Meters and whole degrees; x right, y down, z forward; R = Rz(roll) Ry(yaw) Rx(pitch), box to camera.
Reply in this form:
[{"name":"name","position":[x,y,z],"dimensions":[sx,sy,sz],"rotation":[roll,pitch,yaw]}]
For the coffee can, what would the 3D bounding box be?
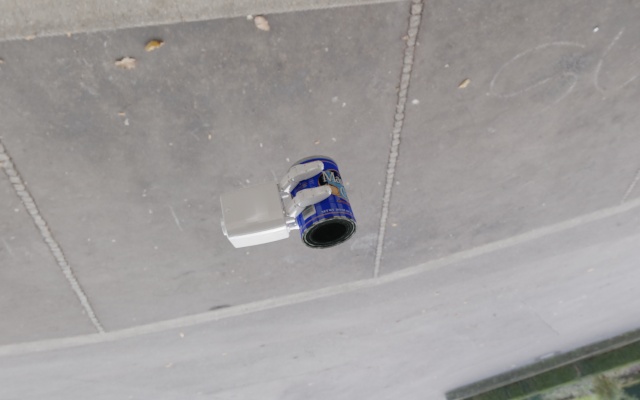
[{"name":"coffee can","position":[0.000,0.003,0.877],"dimensions":[0.103,0.140,0.103],"rotation":[-11,-33,-8]}]
